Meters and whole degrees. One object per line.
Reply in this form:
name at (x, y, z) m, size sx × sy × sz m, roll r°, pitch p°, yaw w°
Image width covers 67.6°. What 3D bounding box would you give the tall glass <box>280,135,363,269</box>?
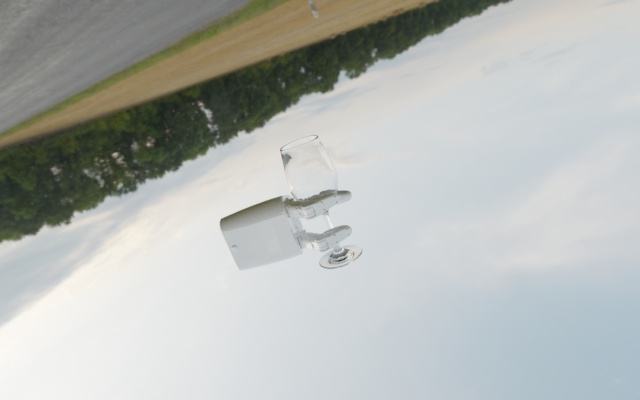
tall glass at (0.000, 0.003, 0.745) m, size 0.079 × 0.201 × 0.079 m, roll -18°, pitch 17°, yaw 6°
